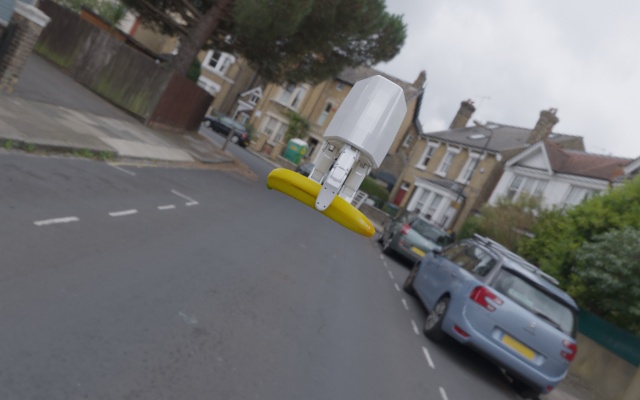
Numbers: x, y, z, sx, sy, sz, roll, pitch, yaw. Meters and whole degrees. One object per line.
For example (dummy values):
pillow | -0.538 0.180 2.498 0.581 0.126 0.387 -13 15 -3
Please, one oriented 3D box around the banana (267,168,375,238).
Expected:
banana | -0.008 -0.005 0.702 0.197 0.037 0.070 27 -7 25
